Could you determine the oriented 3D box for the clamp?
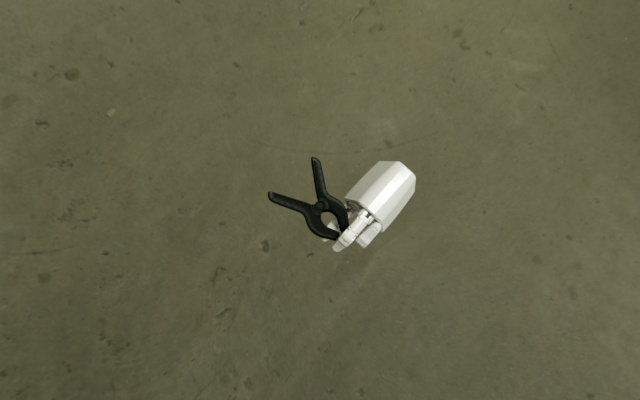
[{"bbox_3d":[0.000,0.003,0.894,0.171,0.120,0.039,41,-7,2],"label":"clamp"}]
